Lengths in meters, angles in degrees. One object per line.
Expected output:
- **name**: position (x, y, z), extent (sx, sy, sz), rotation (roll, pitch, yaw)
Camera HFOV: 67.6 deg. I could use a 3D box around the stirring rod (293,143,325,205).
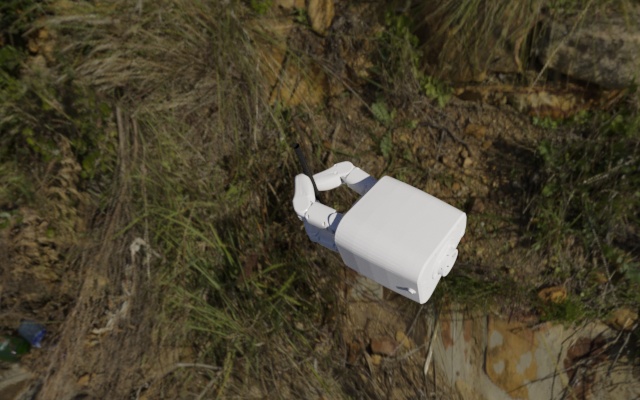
- **stirring rod**: position (0.000, 0.002, 0.629), extent (0.011, 0.011, 0.240), rotation (0, -31, 15)
